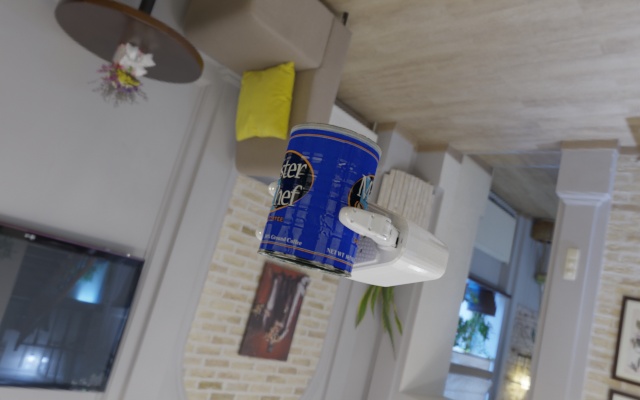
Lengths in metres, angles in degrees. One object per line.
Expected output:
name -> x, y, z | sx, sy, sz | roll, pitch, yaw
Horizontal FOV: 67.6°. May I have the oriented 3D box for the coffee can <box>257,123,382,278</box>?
coffee can -> 0.000, 0.001, 0.514 | 0.103, 0.140, 0.103 | 14, -11, 3
